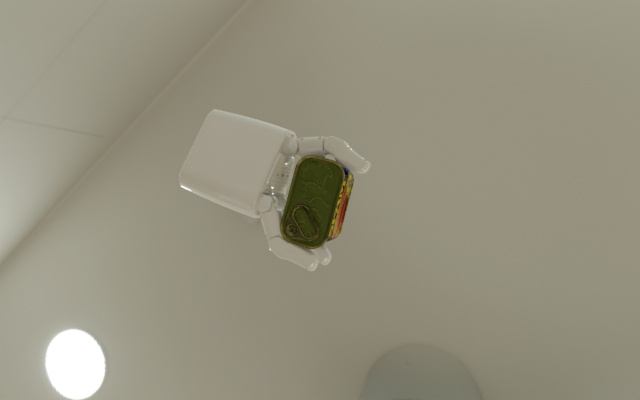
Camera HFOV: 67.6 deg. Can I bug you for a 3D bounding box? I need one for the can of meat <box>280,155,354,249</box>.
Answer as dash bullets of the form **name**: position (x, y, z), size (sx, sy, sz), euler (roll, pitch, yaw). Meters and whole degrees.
- **can of meat**: position (0.000, 0.002, 0.567), size (0.057, 0.102, 0.084), euler (16, 4, 14)
